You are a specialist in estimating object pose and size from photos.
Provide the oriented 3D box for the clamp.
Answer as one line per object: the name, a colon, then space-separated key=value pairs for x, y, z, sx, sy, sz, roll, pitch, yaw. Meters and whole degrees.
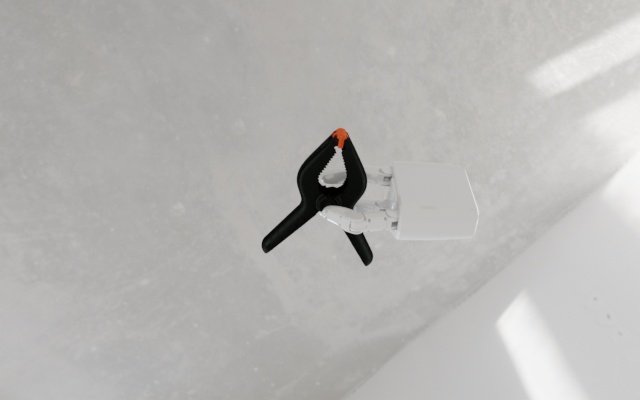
clamp: x=0.000 y=0.002 z=0.657 sx=0.164 sy=0.210 sz=0.036 roll=1 pitch=30 yaw=-3
